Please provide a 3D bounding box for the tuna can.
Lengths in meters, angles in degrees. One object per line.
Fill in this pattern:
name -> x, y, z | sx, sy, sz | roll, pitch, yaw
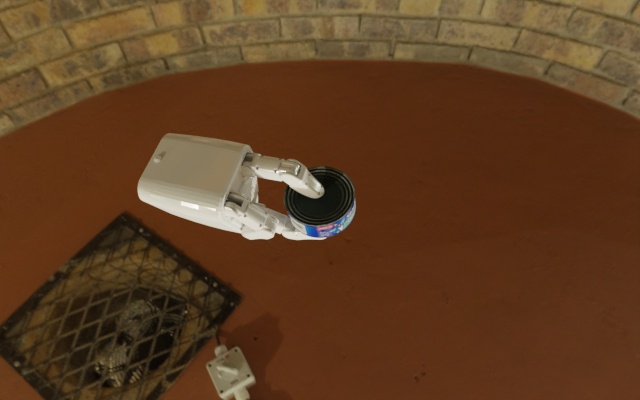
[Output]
tuna can -> 0.000, 0.002, 0.580 | 0.086, 0.086, 0.034 | 0, -33, 8
